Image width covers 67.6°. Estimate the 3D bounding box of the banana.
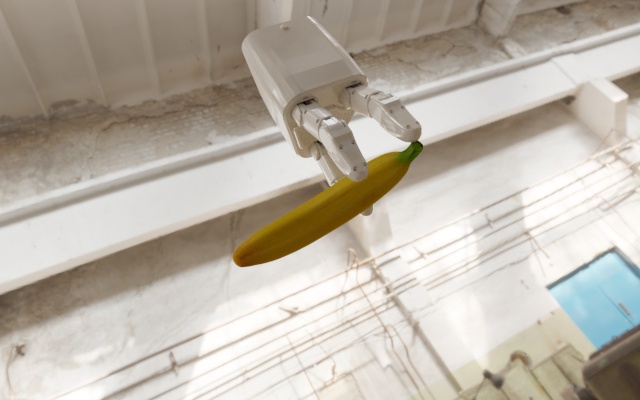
[{"bbox_3d":[0.007,0.005,0.453,0.198,0.037,0.070,-34,-22,2],"label":"banana"}]
